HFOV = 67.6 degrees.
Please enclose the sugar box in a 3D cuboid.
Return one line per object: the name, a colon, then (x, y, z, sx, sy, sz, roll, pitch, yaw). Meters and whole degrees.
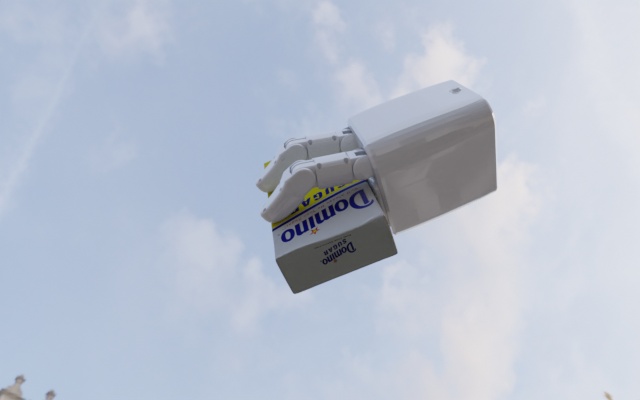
sugar box: (0.000, 0.001, 0.442, 0.093, 0.048, 0.176, -22, 28, 2)
